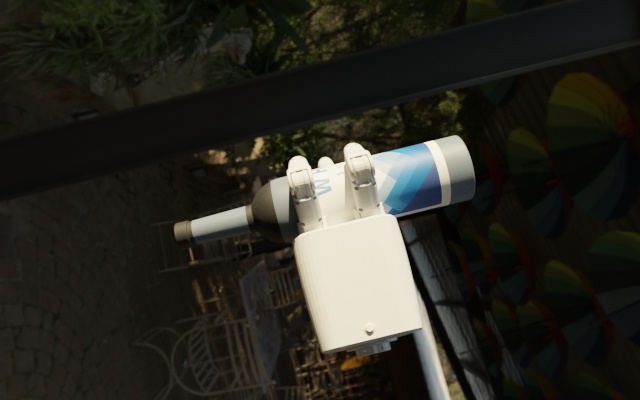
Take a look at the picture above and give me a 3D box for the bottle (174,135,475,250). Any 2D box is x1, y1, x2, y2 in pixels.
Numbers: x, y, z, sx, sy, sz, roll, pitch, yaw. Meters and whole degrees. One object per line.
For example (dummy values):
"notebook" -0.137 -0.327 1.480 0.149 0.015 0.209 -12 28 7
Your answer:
"bottle" 0.000 0.001 0.481 0.296 0.069 0.069 -14 0 0
